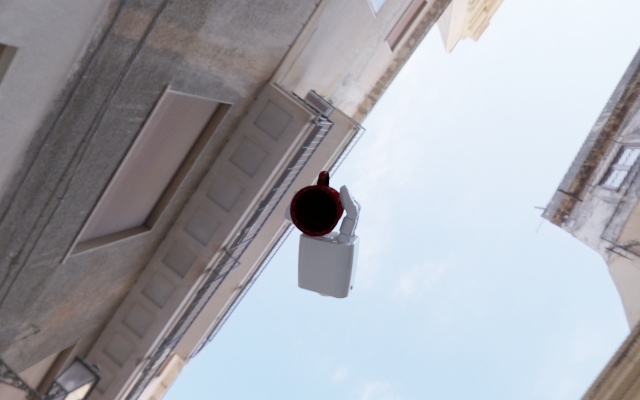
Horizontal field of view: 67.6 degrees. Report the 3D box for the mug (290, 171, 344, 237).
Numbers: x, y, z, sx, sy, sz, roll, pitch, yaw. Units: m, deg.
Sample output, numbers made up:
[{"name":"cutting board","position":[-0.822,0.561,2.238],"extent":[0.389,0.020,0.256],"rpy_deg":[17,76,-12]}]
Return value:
[{"name":"mug","position":[0.000,0.001,0.883],"extent":[0.093,0.117,0.081],"rpy_deg":[7,8,12]}]
